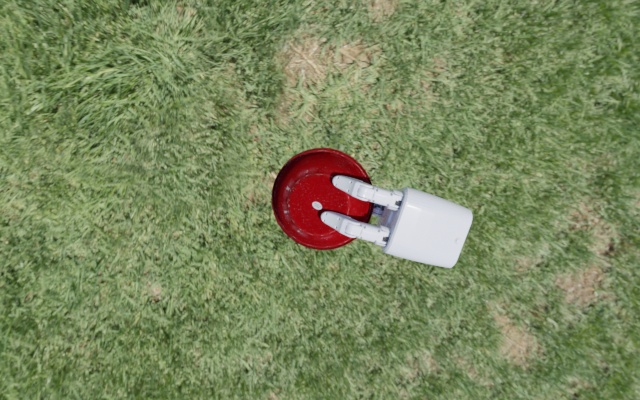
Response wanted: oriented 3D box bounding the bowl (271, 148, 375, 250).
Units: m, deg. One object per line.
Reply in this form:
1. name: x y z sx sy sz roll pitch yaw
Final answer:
1. bowl: -0.001 0.002 0.718 0.162 0.162 0.055 0 9 7
